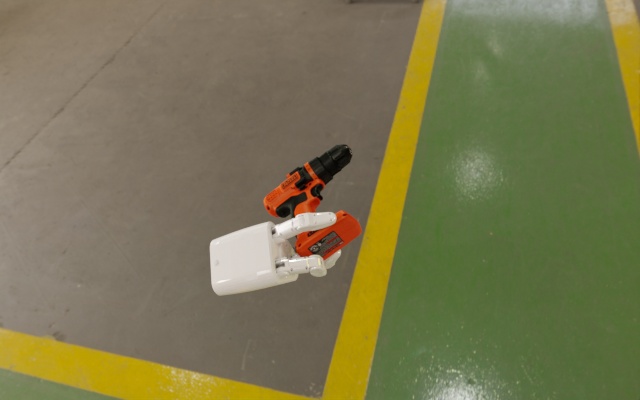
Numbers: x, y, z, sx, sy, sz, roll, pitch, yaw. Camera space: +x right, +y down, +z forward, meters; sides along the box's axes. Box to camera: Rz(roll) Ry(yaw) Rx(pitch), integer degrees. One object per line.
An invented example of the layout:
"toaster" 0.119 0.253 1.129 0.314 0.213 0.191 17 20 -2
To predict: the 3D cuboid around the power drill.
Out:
"power drill" 0.000 0.003 0.799 0.057 0.184 0.187 45 11 -38
